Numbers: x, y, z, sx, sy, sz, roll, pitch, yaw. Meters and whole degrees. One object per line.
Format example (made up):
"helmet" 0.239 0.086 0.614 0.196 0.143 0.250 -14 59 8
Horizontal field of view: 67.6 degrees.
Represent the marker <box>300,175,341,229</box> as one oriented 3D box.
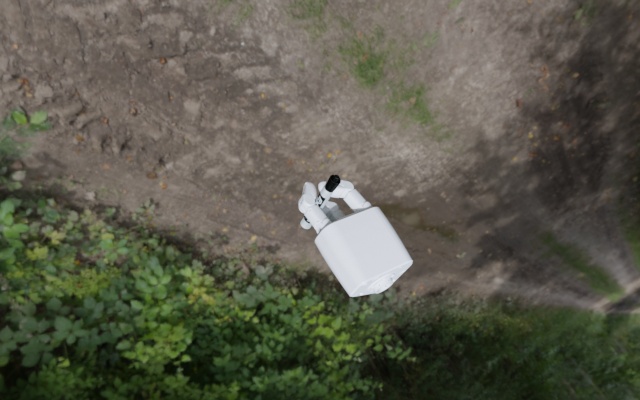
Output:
"marker" 0.000 0.002 0.758 0.020 0.020 0.121 0 -39 -33
